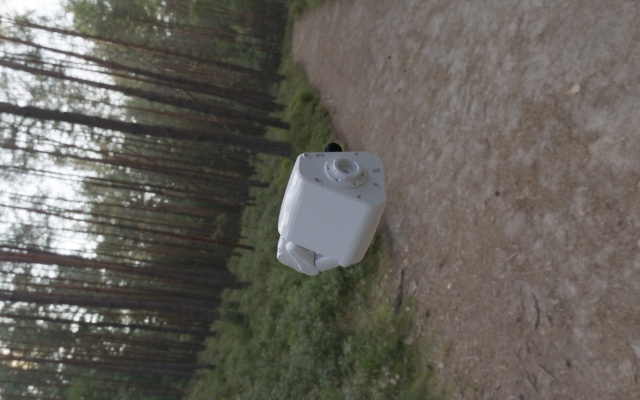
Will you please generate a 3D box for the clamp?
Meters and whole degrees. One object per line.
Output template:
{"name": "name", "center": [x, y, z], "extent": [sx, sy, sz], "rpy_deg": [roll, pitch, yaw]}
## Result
{"name": "clamp", "center": [-0.001, 0.002, 0.681], "extent": [0.039, 0.171, 0.120], "rpy_deg": [10, -45, -9]}
